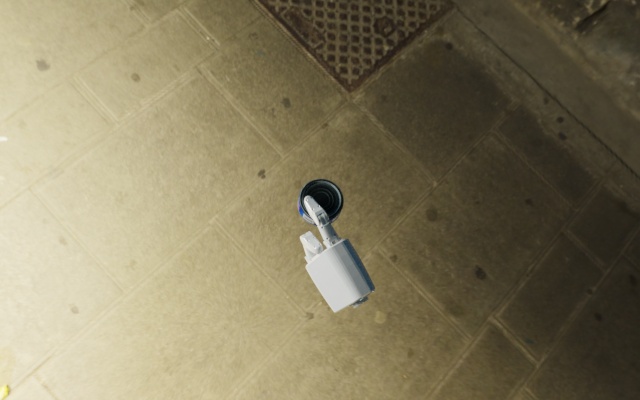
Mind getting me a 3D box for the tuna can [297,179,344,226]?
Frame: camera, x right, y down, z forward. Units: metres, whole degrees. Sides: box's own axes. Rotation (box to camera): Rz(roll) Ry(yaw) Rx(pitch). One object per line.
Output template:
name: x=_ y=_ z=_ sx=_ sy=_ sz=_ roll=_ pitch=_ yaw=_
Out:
tuna can: x=0.000 y=0.003 z=0.899 sx=0.086 sy=0.086 sz=0.034 roll=0 pitch=-19 yaw=-7
